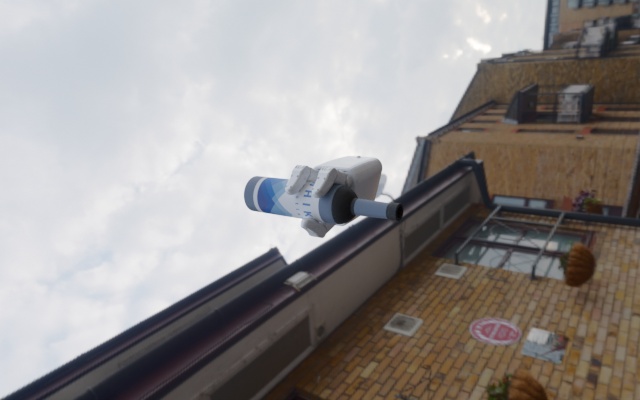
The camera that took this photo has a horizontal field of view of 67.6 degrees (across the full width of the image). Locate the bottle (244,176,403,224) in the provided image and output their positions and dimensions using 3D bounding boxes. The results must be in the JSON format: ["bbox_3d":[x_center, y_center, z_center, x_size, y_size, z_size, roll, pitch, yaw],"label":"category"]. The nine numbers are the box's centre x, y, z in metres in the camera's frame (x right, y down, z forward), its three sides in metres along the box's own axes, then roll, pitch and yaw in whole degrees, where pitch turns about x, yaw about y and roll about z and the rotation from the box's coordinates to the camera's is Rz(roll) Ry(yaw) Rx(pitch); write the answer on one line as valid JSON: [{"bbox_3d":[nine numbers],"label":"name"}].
[{"bbox_3d":[0.000,0.003,0.809,0.295,0.069,0.069,7,4,34],"label":"bottle"}]
